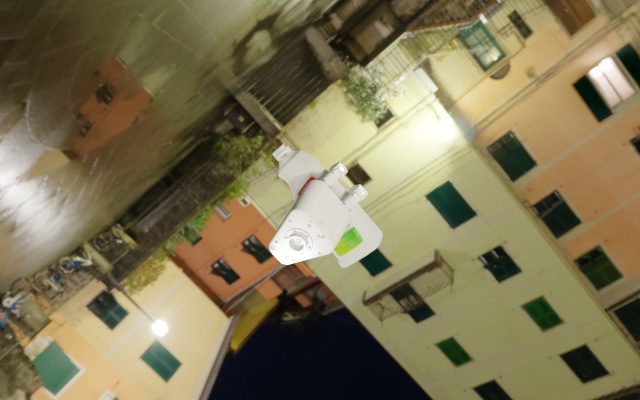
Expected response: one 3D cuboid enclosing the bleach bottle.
[{"bbox_3d":[0.000,0.003,0.883,0.102,0.251,0.068,-36,12,29],"label":"bleach bottle"}]
